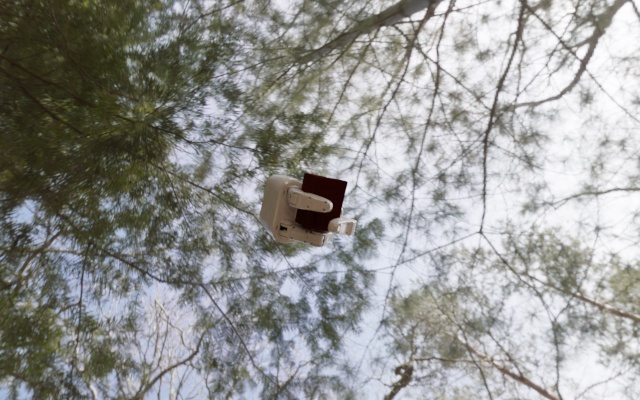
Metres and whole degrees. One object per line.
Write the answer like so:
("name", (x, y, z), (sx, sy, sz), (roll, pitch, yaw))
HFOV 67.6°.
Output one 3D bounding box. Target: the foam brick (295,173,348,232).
("foam brick", (0.000, 0.002, 0.701), (0.053, 0.078, 0.051), (10, 6, -22))
